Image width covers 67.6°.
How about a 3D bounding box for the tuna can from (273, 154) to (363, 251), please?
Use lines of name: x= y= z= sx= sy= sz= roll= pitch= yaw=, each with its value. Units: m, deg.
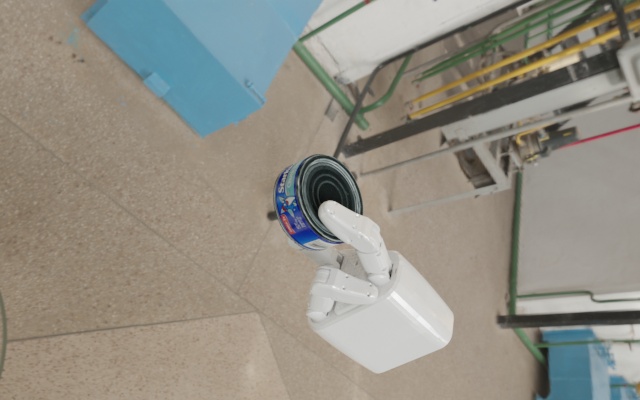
tuna can: x=0.000 y=0.001 z=0.440 sx=0.086 sy=0.086 sz=0.034 roll=0 pitch=-16 yaw=-45
